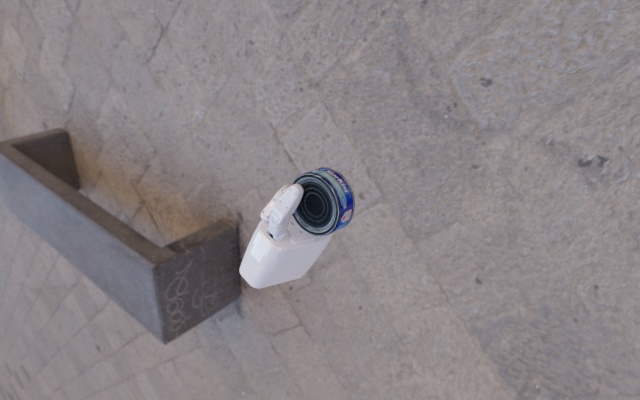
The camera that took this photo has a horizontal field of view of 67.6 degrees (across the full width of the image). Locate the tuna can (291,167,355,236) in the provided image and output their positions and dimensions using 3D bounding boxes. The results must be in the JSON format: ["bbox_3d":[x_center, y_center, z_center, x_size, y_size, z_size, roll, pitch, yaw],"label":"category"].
[{"bbox_3d":[0.000,0.002,0.616,0.086,0.086,0.033,0,15,40],"label":"tuna can"}]
